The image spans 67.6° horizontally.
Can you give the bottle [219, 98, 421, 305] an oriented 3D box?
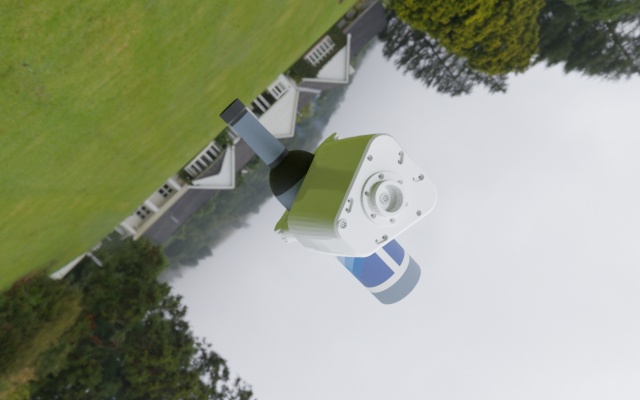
[{"bbox_3d":[0.000,0.002,0.548,0.296,0.069,0.069,46,-17,-17],"label":"bottle"}]
